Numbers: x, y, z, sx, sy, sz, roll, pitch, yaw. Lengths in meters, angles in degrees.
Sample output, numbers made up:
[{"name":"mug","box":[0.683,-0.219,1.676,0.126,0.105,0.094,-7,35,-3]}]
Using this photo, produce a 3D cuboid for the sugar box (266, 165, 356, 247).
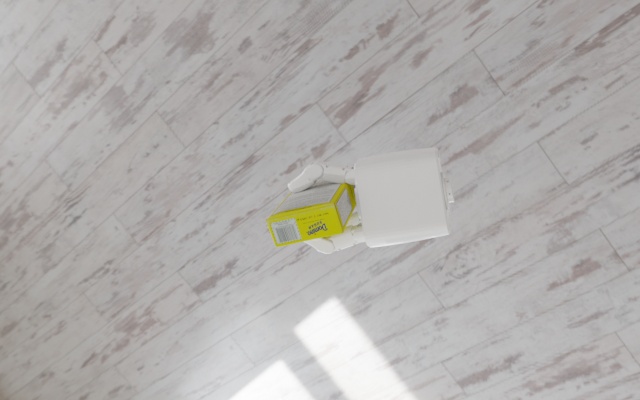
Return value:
[{"name":"sugar box","box":[0.000,0.003,0.651,0.093,0.048,0.176,-12,14,19]}]
